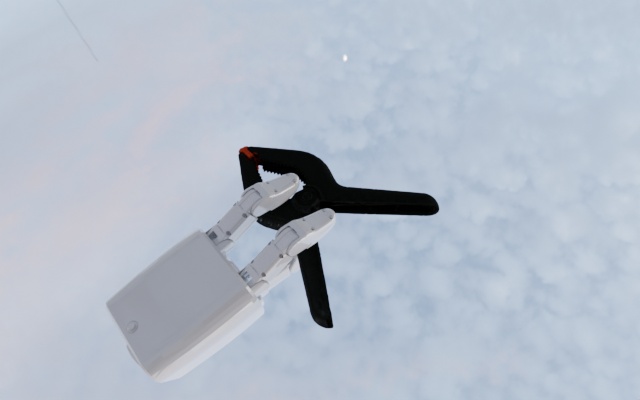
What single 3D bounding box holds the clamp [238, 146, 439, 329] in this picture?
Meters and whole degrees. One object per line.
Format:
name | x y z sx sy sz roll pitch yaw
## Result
clamp | 0.000 0.002 0.481 0.164 0.210 0.036 -37 -29 -17
